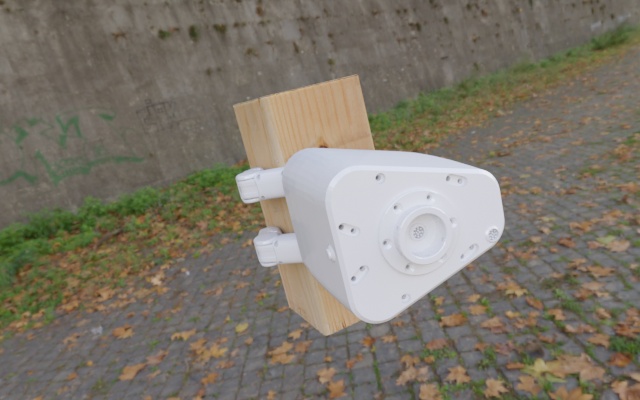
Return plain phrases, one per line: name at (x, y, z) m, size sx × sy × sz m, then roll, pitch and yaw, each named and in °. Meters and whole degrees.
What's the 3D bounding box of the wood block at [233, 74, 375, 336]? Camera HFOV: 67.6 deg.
wood block at (0.000, 0.001, 0.439) m, size 0.091 × 0.206 × 0.090 m, roll -19°, pitch 14°, yaw -23°
